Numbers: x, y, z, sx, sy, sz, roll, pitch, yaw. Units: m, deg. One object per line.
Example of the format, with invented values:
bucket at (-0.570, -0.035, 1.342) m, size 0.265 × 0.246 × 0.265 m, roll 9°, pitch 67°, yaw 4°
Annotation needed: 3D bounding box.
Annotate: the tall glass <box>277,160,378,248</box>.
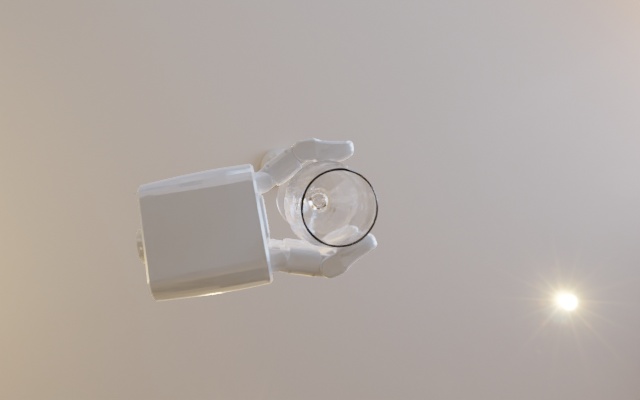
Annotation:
tall glass at (0.000, 0.001, 0.466) m, size 0.079 × 0.079 × 0.201 m, roll 0°, pitch 2°, yaw -9°
